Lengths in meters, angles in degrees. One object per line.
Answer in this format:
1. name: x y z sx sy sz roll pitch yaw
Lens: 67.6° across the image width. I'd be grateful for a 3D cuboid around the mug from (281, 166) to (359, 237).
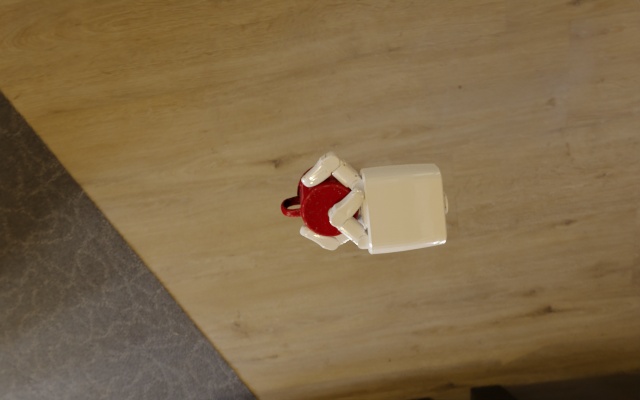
1. mug: -0.001 0.002 0.691 0.117 0.093 0.081 -7 21 1
